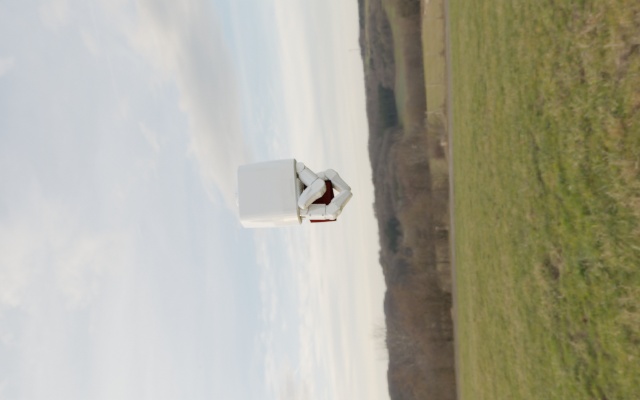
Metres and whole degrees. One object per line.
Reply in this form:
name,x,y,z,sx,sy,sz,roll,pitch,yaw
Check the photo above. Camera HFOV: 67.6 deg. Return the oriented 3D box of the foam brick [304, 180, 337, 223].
foam brick,0.000,0.003,0.886,0.051,0.053,0.078,-6,-26,5
